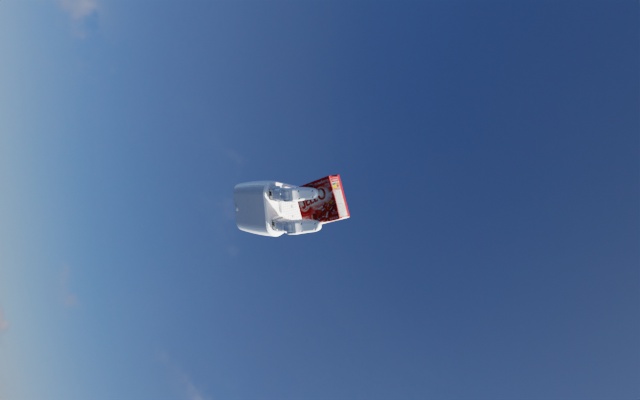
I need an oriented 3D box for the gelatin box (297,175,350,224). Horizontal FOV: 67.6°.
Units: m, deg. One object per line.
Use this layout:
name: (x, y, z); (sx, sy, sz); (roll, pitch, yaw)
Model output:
gelatin box: (0.001, 0.003, 0.803); (0.089, 0.073, 0.030); (-17, -4, 43)
